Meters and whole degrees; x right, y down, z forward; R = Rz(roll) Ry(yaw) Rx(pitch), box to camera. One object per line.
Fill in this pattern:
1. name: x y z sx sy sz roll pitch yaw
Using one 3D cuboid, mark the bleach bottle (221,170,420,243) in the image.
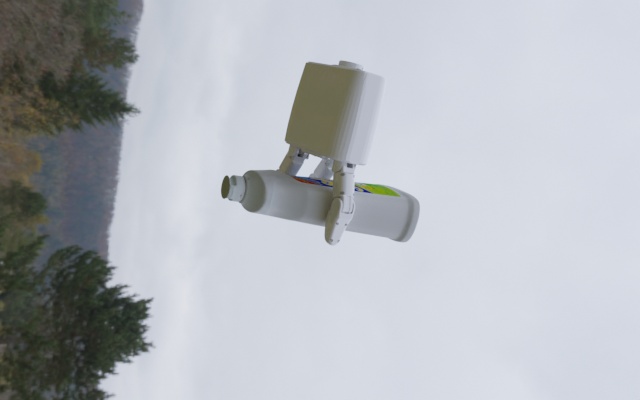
1. bleach bottle: 0.000 0.002 0.609 0.251 0.068 0.102 8 13 -31
